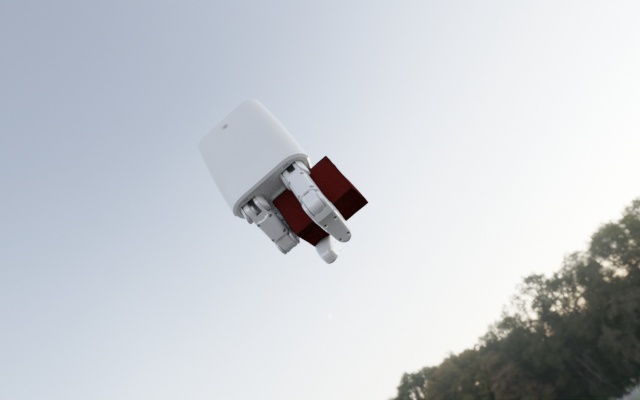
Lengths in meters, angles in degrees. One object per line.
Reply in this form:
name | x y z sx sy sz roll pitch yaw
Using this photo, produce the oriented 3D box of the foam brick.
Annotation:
foam brick | 0.000 0.002 0.506 0.078 0.051 0.053 -40 -30 5
